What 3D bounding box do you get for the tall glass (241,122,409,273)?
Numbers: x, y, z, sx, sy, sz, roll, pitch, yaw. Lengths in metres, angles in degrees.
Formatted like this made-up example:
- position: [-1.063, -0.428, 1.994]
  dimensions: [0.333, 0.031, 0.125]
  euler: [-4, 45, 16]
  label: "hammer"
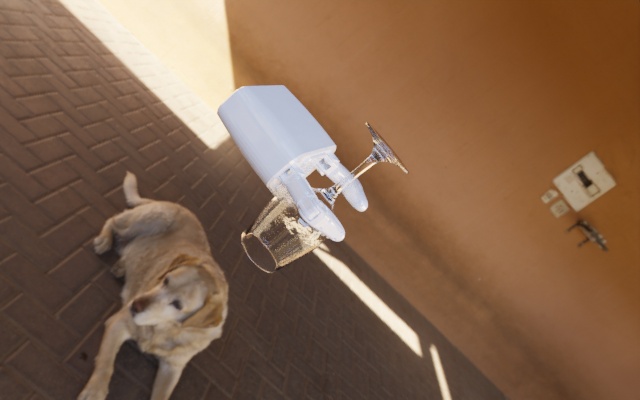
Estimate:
- position: [0.001, 0.002, 0.554]
  dimensions: [0.201, 0.079, 0.079]
  euler: [-40, -11, 13]
  label: "tall glass"
